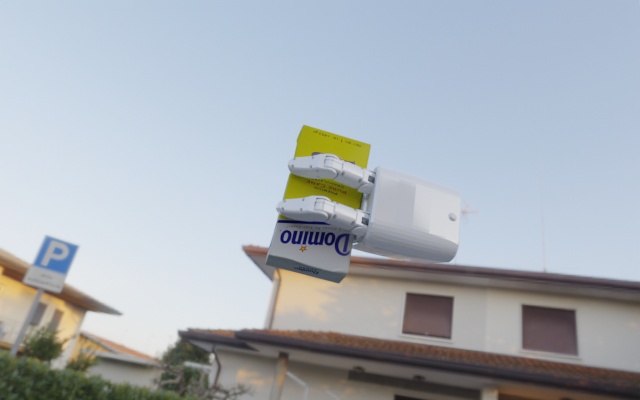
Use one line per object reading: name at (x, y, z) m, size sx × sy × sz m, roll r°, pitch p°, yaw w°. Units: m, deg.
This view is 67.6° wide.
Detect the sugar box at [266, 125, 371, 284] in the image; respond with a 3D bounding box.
sugar box at (0.000, 0.002, 0.574) m, size 0.093 × 0.176 × 0.048 m, roll 15°, pitch -27°, yaw -6°
